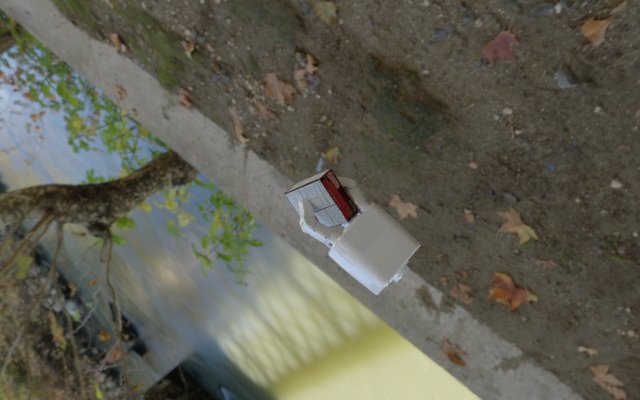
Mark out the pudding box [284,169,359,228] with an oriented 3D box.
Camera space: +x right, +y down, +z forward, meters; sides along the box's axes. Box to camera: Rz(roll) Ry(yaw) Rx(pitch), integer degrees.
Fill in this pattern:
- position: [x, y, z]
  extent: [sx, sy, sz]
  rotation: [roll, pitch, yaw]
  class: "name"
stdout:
- position: [0.000, 0.003, 0.826]
  extent: [0.113, 0.090, 0.039]
  rotation: [-20, 17, 49]
  class: "pudding box"
